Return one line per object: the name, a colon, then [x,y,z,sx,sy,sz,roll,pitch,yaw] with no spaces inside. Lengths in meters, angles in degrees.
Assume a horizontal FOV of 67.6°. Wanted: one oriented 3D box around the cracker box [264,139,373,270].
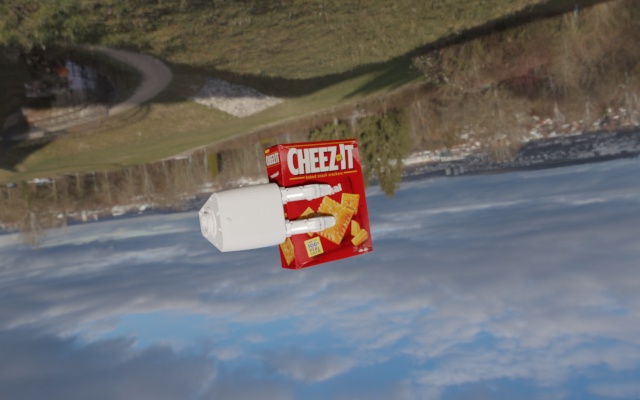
cracker box: [0.000,0.003,0.852,0.164,0.213,0.072,-8,1,-30]
